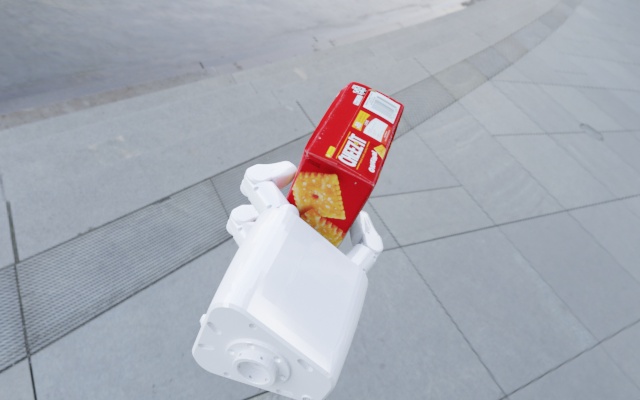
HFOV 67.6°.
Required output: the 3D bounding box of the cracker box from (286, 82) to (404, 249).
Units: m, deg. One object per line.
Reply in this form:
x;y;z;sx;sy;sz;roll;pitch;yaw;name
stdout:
0.000;0.002;0.507;0.072;0.214;0.164;27;39;-1;cracker box
